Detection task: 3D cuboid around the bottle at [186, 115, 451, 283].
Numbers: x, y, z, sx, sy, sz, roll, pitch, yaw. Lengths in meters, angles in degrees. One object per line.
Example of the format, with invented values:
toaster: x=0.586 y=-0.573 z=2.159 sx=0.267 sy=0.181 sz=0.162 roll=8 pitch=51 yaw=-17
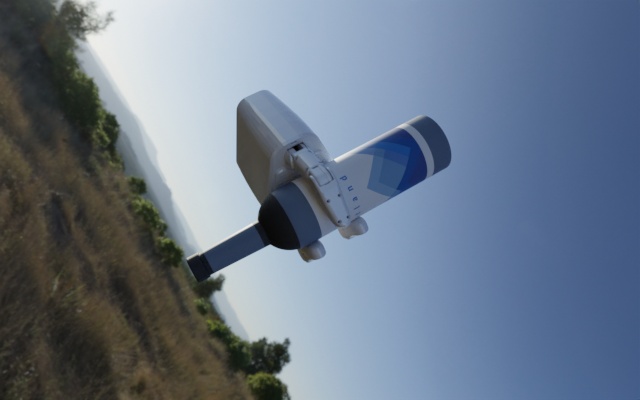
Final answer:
bottle: x=0.000 y=0.002 z=0.503 sx=0.295 sy=0.069 sz=0.069 roll=-28 pitch=7 yaw=-14
